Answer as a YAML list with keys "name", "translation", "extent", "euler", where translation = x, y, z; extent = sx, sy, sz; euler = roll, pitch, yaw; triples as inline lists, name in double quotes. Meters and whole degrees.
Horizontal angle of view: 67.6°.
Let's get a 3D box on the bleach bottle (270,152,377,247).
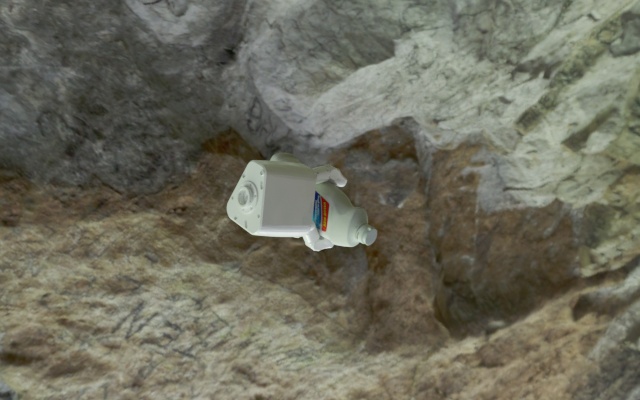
- name: "bleach bottle"
  translation: [0.000, 0.003, 0.834]
  extent: [0.068, 0.102, 0.250]
  euler: [4, 20, -47]
